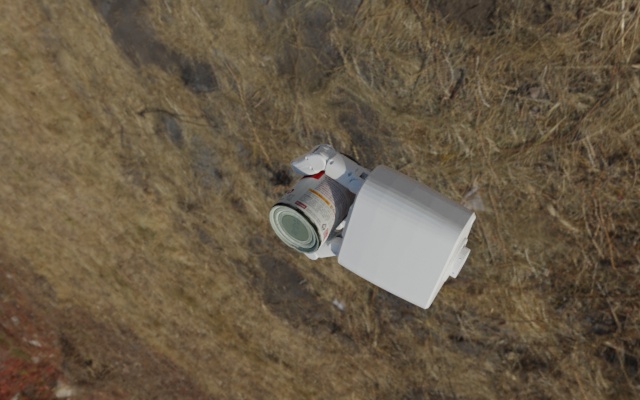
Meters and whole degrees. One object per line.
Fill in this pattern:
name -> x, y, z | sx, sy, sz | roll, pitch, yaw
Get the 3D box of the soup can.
soup can -> 0.000, 0.002, 0.525 | 0.068, 0.068, 0.102 | 0, 36, 44
